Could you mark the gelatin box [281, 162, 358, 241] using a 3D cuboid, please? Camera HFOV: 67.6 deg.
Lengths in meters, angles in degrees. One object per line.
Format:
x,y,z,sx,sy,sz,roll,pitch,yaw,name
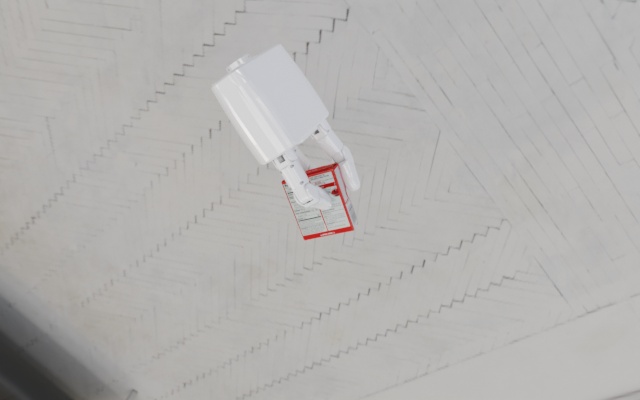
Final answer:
0.000,0.003,0.619,0.073,0.089,0.030,-14,17,22,gelatin box
